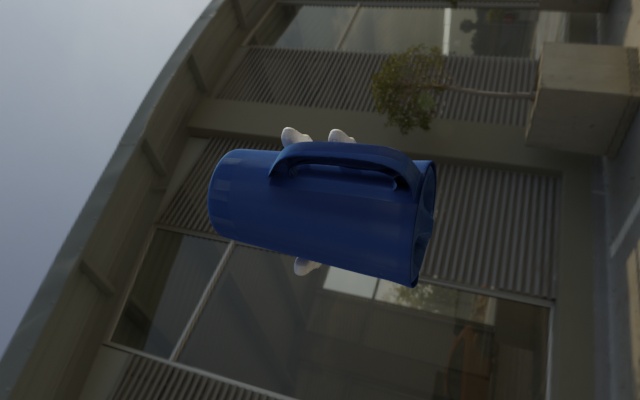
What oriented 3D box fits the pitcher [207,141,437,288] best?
[{"bbox_3d":[0.000,0.002,0.525,0.243,0.149,0.145,9,13,19],"label":"pitcher"}]
